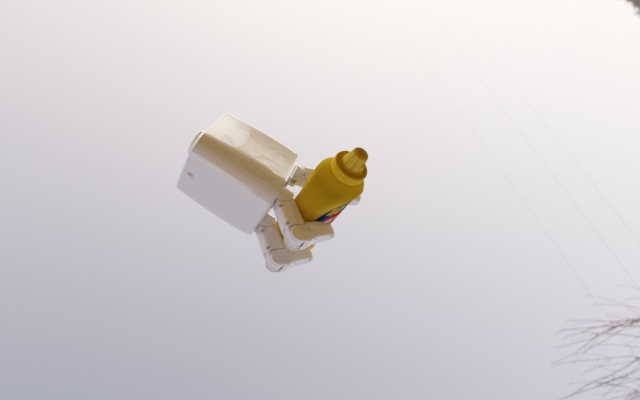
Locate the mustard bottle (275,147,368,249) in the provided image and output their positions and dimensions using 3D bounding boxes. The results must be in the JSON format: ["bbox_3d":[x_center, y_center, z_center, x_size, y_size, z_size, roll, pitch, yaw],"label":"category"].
[{"bbox_3d":[0.000,0.002,0.571,0.096,0.058,0.192,-30,-15,-43],"label":"mustard bottle"}]
